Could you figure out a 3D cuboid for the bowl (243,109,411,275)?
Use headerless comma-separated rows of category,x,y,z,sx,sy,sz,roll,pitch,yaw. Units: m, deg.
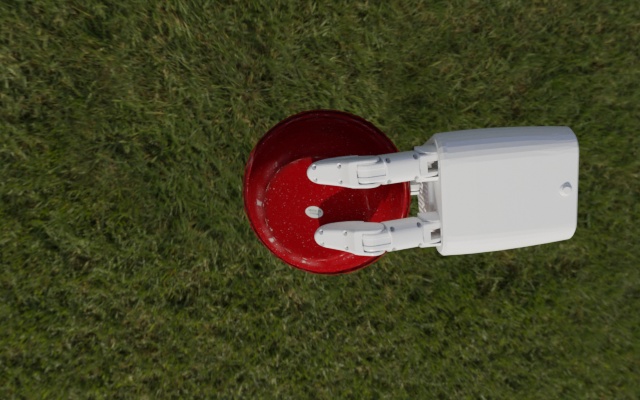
bowl,-0.001,0.002,0.429,0.162,0.162,0.055,0,15,9
